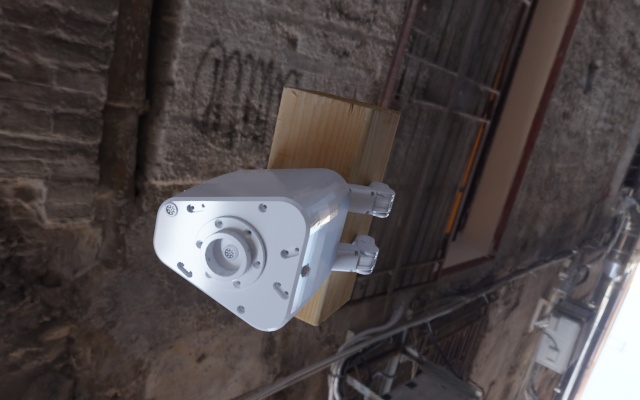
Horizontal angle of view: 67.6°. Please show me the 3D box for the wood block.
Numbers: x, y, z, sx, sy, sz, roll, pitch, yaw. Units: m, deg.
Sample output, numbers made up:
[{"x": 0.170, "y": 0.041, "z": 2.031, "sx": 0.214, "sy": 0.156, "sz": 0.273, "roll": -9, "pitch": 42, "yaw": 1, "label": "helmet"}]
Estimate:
[{"x": 0.000, "y": 0.002, "z": 0.473, "sx": 0.091, "sy": 0.206, "sz": 0.090, "roll": 20, "pitch": 16, "yaw": 22, "label": "wood block"}]
